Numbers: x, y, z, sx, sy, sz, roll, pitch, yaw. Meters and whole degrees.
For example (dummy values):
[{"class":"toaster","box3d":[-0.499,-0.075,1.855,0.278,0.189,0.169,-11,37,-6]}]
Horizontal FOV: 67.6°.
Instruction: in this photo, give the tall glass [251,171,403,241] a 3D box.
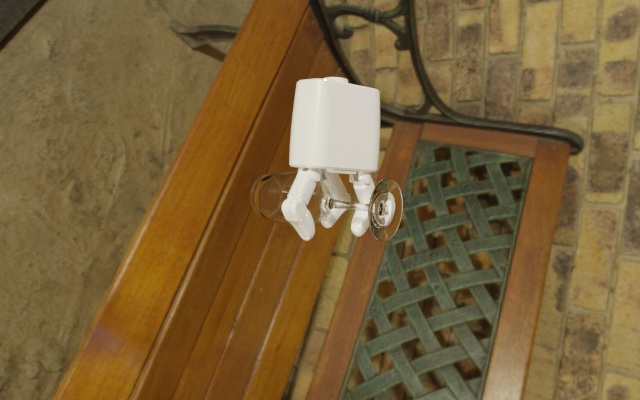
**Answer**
[{"class":"tall glass","box3d":[0.001,0.002,0.617,0.201,0.079,0.079,6,4,39]}]
